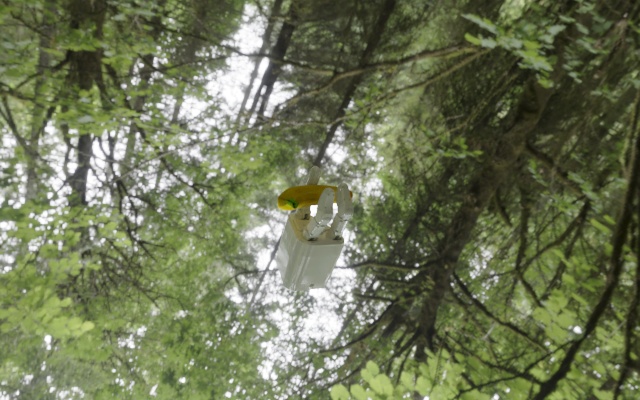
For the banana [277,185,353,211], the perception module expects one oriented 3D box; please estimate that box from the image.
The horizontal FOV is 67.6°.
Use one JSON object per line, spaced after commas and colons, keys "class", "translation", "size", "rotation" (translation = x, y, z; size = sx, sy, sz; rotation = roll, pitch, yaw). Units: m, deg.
{"class": "banana", "translation": [-0.017, -0.003, 0.833], "size": [0.069, 0.037, 0.198], "rotation": [22, 18, 28]}
